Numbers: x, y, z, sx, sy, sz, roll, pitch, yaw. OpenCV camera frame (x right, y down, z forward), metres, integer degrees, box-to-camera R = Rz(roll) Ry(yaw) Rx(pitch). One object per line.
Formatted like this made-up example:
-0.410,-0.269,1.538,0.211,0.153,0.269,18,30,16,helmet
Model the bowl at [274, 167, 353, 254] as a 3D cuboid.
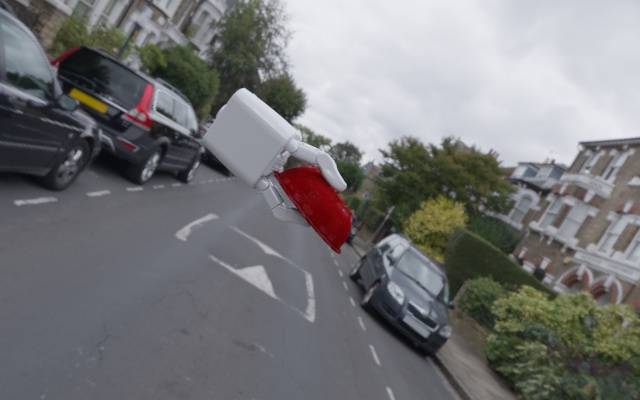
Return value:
0.001,0.003,0.728,0.055,0.162,0.162,-38,-2,3,bowl
